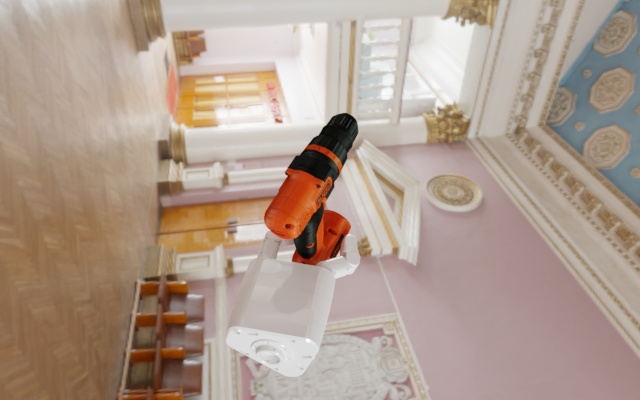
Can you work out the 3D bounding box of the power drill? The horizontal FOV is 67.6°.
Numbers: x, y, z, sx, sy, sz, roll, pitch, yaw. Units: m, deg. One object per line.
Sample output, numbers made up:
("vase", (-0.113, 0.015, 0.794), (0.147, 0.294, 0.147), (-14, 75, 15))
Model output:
("power drill", (0.000, 0.003, 0.621), (0.057, 0.184, 0.188), (22, -29, 21))
